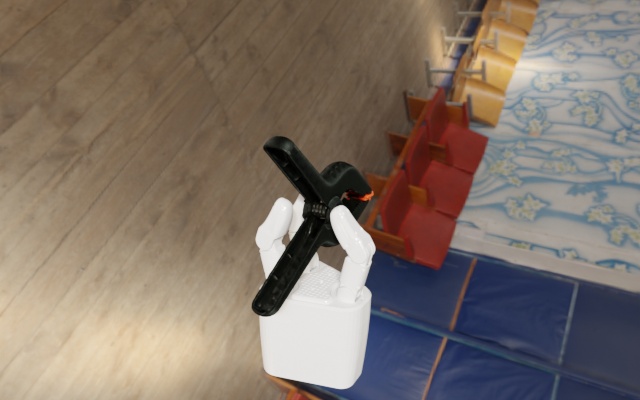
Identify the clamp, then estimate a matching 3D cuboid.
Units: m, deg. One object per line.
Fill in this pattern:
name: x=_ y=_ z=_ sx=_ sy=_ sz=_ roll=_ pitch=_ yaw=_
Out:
clamp: x=0.001 y=0.002 z=0.485 sx=0.036 sy=0.165 sz=0.210 roll=16 pitch=25 yaw=27
